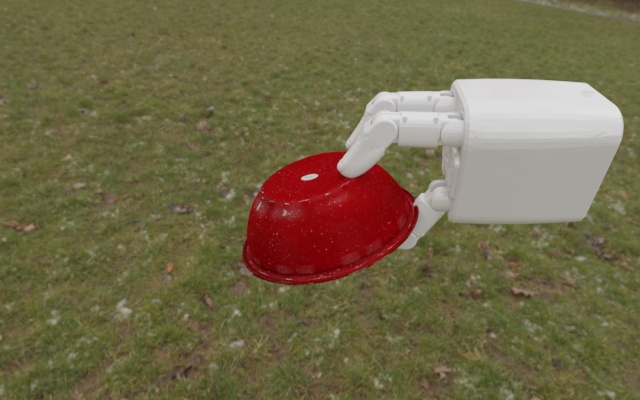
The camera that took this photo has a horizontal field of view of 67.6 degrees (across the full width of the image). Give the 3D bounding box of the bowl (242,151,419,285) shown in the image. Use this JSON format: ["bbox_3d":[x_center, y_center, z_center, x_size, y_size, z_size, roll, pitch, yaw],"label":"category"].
[{"bbox_3d":[-0.001,0.001,0.414,0.162,0.055,0.162,-15,26,7],"label":"bowl"}]
